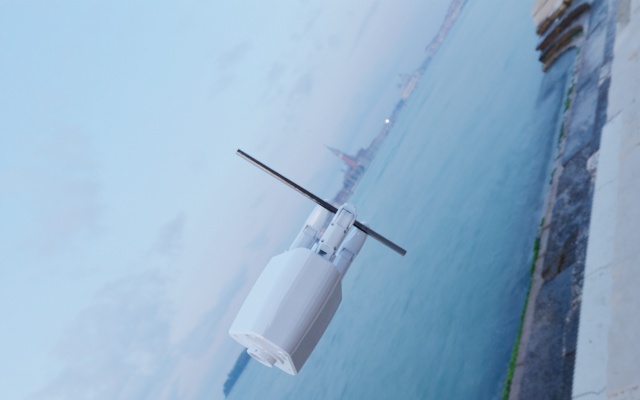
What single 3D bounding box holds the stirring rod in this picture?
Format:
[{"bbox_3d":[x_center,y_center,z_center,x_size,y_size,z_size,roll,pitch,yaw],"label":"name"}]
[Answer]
[{"bbox_3d":[0.000,0.002,0.584,0.239,0.011,0.011,31,1,2],"label":"stirring rod"}]
